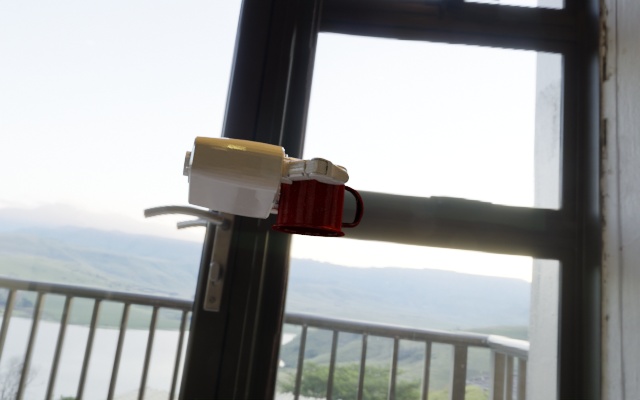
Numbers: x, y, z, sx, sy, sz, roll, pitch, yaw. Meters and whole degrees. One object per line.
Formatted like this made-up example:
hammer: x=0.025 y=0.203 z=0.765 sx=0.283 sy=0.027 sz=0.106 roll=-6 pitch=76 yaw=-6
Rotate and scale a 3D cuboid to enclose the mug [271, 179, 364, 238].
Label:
mug: x=0.002 y=0.002 z=0.610 sx=0.117 sy=0.081 sz=0.093 roll=9 pitch=-11 yaw=-13
